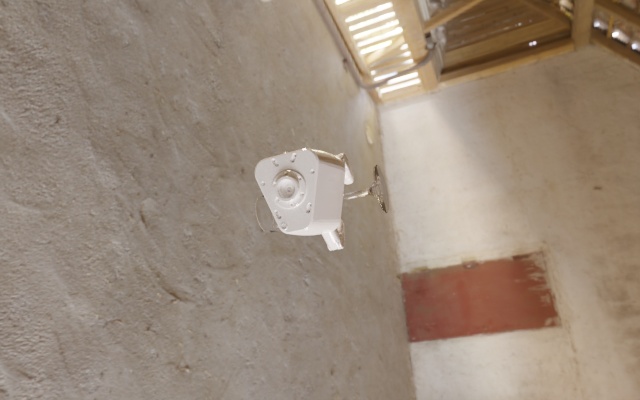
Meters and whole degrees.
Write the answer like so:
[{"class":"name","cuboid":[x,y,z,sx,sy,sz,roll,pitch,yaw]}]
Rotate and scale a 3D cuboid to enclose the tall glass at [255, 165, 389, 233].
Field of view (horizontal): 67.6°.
[{"class":"tall glass","cuboid":[0.001,0.002,0.747,0.201,0.079,0.079,-12,-4,19]}]
